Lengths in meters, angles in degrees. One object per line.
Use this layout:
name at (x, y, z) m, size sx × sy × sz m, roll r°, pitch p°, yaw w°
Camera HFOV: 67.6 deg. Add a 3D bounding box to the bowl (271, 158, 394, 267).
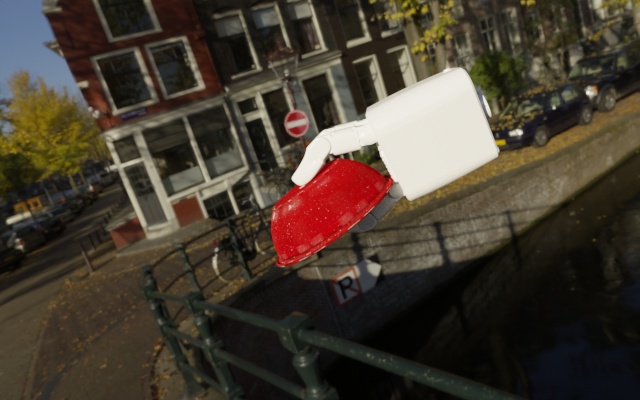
bowl at (-0.001, 0.002, 0.530) m, size 0.162 × 0.055 × 0.162 m, roll -37°, pitch 8°, yaw 6°
